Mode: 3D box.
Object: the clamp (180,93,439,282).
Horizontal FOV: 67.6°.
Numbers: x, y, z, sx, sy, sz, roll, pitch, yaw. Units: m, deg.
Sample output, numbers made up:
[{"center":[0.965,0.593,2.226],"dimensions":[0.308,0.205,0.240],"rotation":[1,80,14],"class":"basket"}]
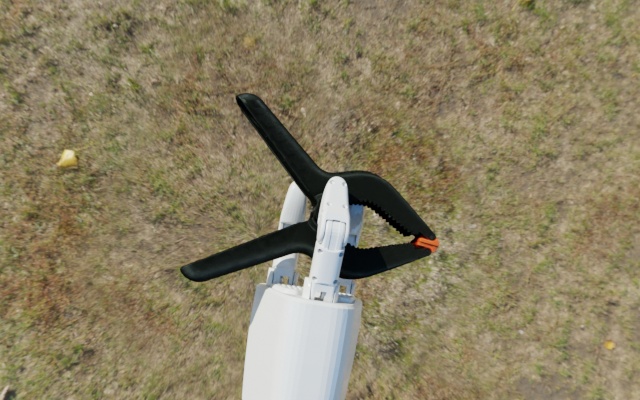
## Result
[{"center":[0.001,0.002,0.409],"dimensions":[0.210,0.164,0.036],"rotation":[10,-7,-7],"class":"clamp"}]
